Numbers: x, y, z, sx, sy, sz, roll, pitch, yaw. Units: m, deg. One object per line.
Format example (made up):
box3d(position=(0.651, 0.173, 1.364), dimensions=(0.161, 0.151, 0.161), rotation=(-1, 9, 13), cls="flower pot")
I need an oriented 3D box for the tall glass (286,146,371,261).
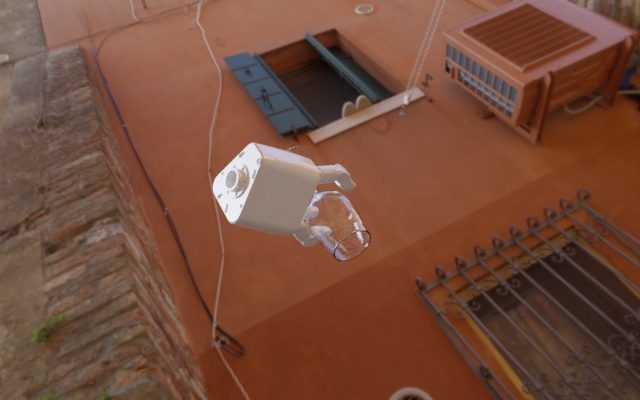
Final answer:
box3d(position=(0.000, 0.002, 0.744), dimensions=(0.079, 0.079, 0.201), rotation=(0, 40, -38), cls="tall glass")
